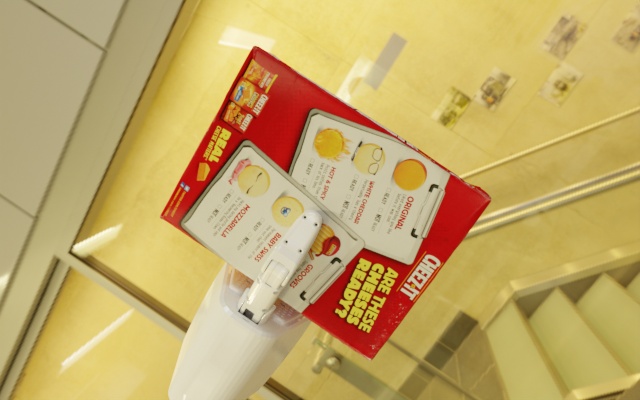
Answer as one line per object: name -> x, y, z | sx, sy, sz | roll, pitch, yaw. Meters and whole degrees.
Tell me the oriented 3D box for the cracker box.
cracker box -> 0.000, 0.001, 0.402 | 0.213, 0.164, 0.072 | 33, 15, 2
